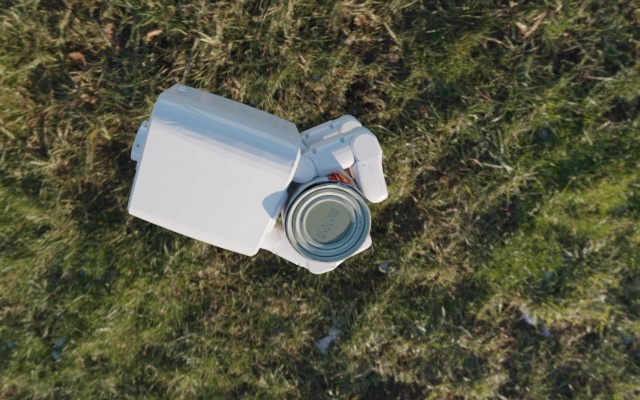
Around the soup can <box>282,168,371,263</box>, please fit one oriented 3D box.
[{"bbox_3d":[0.001,0.002,0.403,0.068,0.068,0.102,0,19,-8],"label":"soup can"}]
